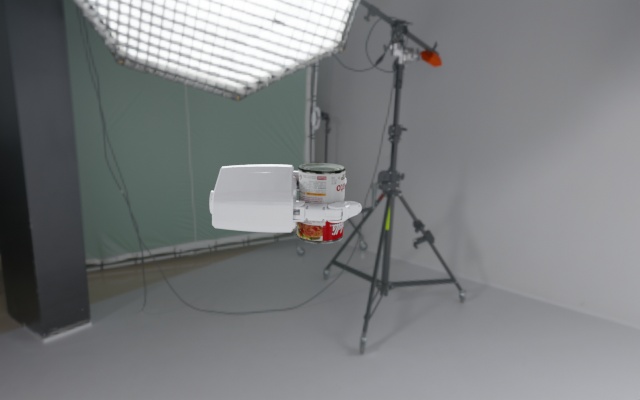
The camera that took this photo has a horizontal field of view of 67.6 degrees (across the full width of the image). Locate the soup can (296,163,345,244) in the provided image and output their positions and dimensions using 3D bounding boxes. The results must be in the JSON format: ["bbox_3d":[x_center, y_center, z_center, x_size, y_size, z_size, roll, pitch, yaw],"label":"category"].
[{"bbox_3d":[0.001,0.002,0.676,0.068,0.102,0.068,2,14,0],"label":"soup can"}]
